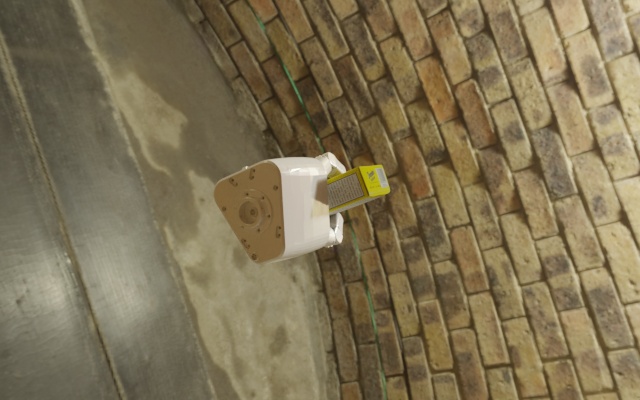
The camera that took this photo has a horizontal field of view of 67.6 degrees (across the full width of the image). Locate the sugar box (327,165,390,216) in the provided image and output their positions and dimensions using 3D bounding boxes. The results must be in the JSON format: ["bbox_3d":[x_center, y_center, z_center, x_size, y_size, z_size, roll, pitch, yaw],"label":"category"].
[{"bbox_3d":[0.000,0.002,0.659,0.176,0.048,0.093,-20,-4,26],"label":"sugar box"}]
